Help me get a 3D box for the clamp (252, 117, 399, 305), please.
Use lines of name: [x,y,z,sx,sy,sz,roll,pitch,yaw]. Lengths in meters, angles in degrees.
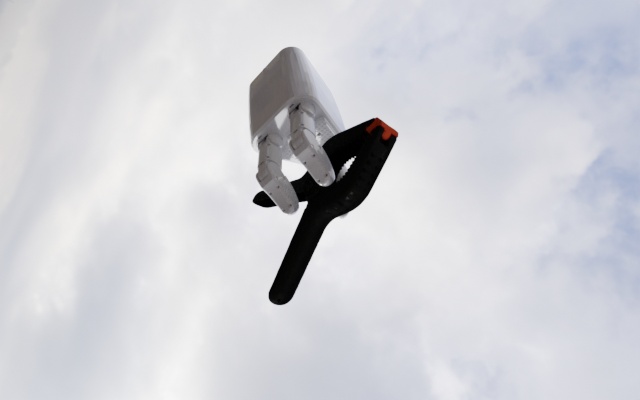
clamp: [0.001,0.001,0.503,0.036,0.164,0.210,26,-53,-36]
